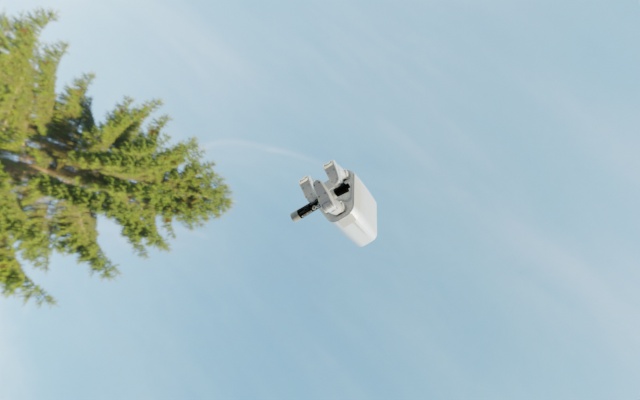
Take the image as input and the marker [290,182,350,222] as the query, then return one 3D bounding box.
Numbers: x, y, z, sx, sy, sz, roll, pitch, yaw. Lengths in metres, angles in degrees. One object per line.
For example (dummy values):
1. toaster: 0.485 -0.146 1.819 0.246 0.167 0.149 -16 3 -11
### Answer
1. marker: 0.000 0.003 0.852 0.121 0.020 0.020 -30 -9 15
